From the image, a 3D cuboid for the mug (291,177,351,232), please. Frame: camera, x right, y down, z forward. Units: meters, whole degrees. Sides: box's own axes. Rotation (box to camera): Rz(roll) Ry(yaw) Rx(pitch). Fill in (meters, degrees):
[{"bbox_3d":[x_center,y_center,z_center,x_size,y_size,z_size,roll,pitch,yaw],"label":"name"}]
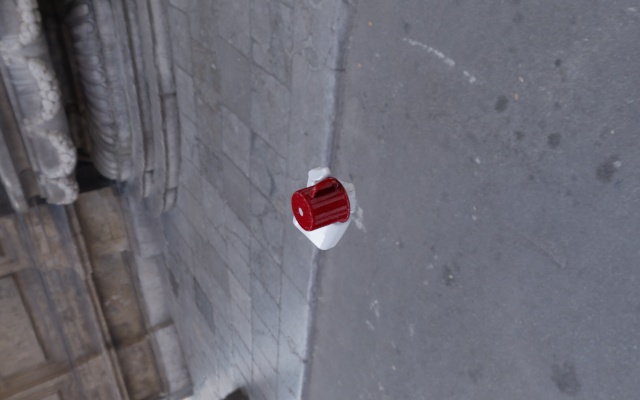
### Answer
[{"bbox_3d":[0.000,0.002,0.894,0.081,0.093,0.117,-19,-30,-27],"label":"mug"}]
